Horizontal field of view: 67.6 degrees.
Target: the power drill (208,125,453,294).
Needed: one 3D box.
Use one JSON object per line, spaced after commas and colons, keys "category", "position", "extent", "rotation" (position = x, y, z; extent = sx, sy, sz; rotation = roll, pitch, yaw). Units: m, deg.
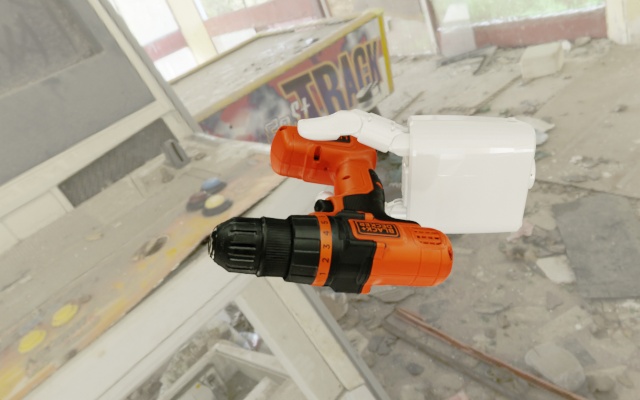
{"category": "power drill", "position": [0.000, 0.001, 0.411], "extent": [0.184, 0.057, 0.187], "rotation": [7, 34, -15]}
